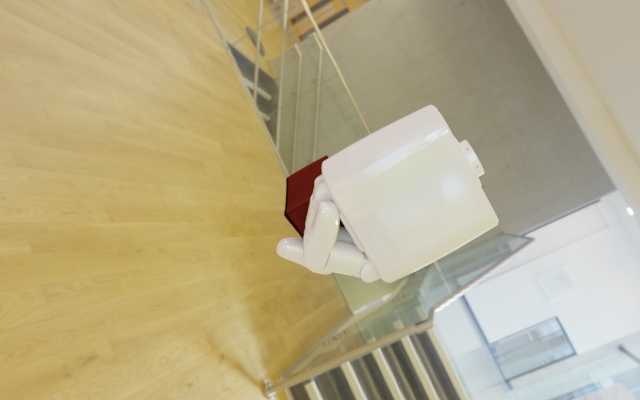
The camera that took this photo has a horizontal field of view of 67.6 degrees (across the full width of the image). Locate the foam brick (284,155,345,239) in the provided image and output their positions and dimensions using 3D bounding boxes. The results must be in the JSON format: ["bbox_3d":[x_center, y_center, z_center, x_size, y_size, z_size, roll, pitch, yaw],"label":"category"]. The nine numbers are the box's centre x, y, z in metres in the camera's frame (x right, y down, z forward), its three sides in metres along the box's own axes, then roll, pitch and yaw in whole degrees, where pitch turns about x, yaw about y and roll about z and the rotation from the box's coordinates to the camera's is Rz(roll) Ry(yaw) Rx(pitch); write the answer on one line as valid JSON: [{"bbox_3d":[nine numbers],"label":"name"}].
[{"bbox_3d":[0.000,0.001,0.472,0.051,0.053,0.078,-30,27,14],"label":"foam brick"}]
